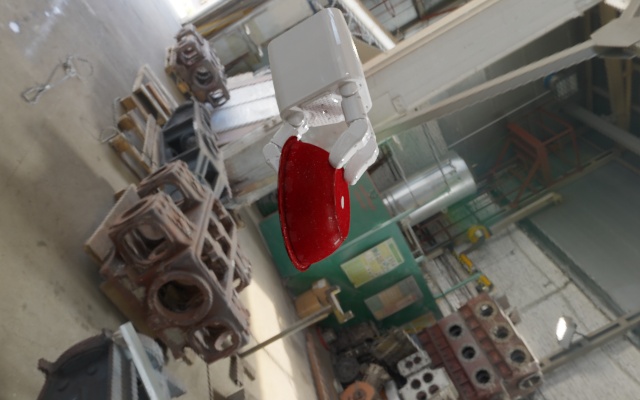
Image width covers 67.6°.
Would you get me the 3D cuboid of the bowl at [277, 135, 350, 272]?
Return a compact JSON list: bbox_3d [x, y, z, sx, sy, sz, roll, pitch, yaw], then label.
[{"bbox_3d":[0.001,0.003,0.563,0.055,0.162,0.162,-4,-1,13],"label":"bowl"}]
